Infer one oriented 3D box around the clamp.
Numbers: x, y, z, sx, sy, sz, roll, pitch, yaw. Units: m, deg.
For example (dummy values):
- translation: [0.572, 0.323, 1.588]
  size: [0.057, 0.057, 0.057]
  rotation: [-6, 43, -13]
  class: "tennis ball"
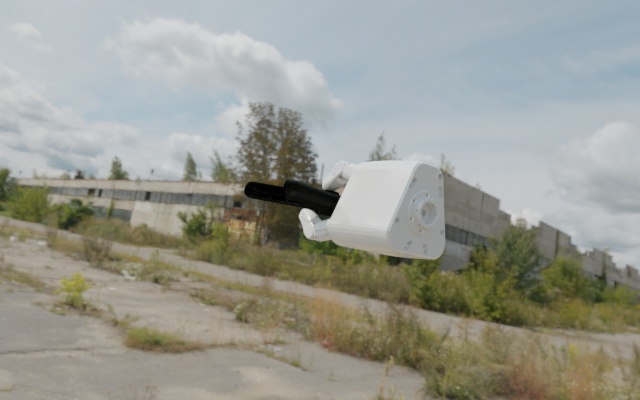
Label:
- translation: [0.001, 0.002, 0.693]
  size: [0.210, 0.036, 0.164]
  rotation: [14, -4, -33]
  class: "clamp"
